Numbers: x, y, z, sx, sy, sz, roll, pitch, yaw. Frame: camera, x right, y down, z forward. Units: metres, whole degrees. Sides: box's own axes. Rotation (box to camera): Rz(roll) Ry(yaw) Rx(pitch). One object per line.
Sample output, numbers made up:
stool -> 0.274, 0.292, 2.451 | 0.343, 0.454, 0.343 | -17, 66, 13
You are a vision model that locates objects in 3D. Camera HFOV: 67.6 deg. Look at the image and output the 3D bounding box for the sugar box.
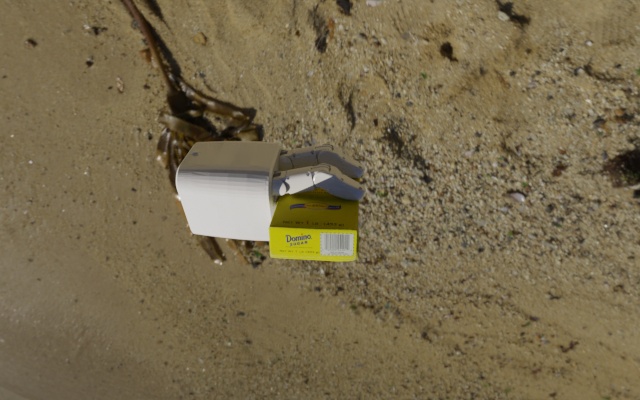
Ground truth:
sugar box -> 0.000, 0.001, 0.559 | 0.093, 0.048, 0.176 | 3, 32, 3
